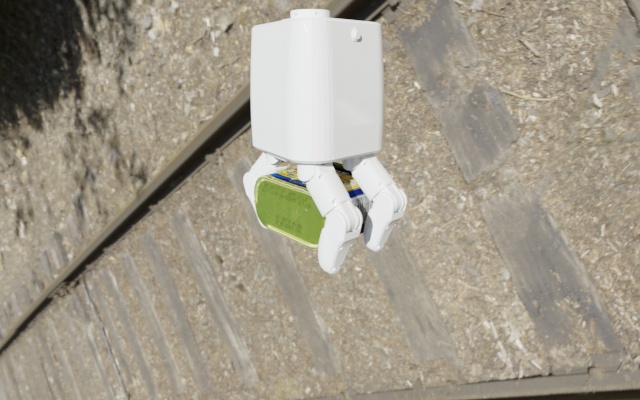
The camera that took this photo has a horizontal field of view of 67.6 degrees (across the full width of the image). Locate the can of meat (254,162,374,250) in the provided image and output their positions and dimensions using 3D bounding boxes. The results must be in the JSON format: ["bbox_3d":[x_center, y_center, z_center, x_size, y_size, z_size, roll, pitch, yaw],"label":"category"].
[{"bbox_3d":[0.000,0.002,0.446,0.102,0.057,0.084,19,24,40],"label":"can of meat"}]
